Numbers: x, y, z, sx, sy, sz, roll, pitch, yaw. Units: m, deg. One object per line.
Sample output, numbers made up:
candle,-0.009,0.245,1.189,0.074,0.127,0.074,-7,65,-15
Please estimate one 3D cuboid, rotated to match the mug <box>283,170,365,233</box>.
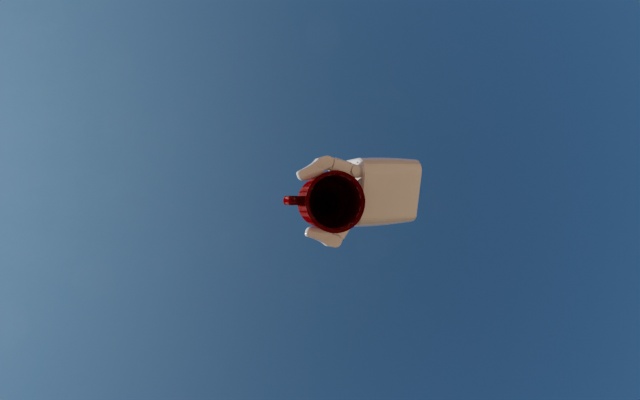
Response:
mug,-0.001,0.003,0.737,0.117,0.093,0.081,-1,0,-17
